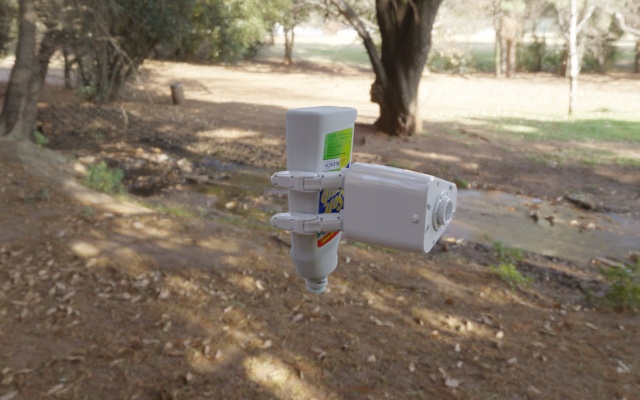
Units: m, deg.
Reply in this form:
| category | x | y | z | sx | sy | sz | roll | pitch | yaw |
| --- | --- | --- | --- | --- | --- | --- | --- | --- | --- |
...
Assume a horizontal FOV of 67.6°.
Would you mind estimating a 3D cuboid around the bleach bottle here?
| category | x | y | z | sx | sy | sz | roll | pitch | yaw |
| --- | --- | --- | --- | --- | --- | --- | --- | --- | --- |
| bleach bottle | 0.000 | 0.002 | 0.647 | 0.068 | 0.251 | 0.102 | 12 | 19 | 34 |
